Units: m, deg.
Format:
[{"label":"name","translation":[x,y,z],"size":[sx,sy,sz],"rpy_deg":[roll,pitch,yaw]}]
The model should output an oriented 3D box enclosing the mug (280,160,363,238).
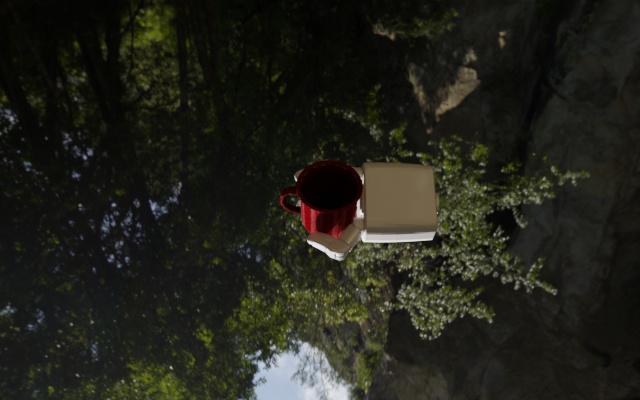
[{"label":"mug","translation":[-0.001,0.002,0.692],"size":[0.117,0.093,0.082],"rpy_deg":[1,-36,0]}]
